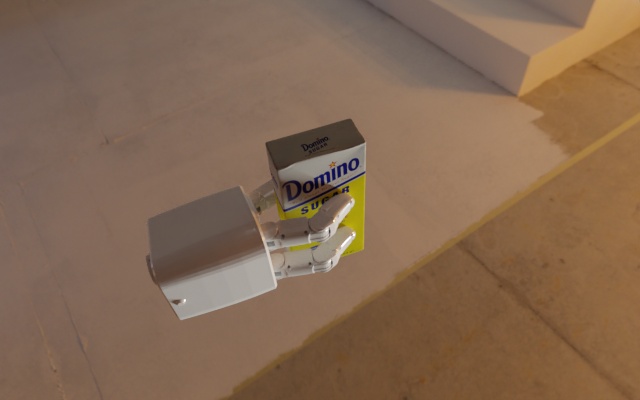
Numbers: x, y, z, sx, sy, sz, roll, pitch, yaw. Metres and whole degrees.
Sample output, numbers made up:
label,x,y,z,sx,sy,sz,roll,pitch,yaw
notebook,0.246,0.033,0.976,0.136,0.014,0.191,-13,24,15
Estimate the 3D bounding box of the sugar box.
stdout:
label,x,y,z,sx,sy,sz,roll,pitch,yaw
sugar box,0.000,0.002,0.519,0.093,0.048,0.176,-18,-38,-10
